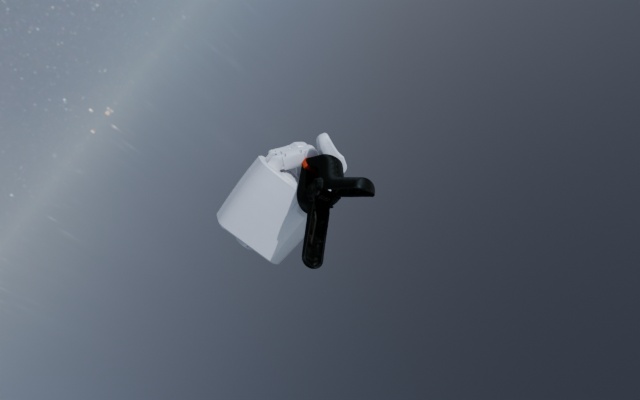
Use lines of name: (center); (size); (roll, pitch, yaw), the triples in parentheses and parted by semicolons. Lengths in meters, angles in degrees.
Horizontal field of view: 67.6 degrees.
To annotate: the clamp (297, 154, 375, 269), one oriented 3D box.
clamp: (0.000, 0.001, 0.576); (0.039, 0.120, 0.171); (33, 9, -24)
